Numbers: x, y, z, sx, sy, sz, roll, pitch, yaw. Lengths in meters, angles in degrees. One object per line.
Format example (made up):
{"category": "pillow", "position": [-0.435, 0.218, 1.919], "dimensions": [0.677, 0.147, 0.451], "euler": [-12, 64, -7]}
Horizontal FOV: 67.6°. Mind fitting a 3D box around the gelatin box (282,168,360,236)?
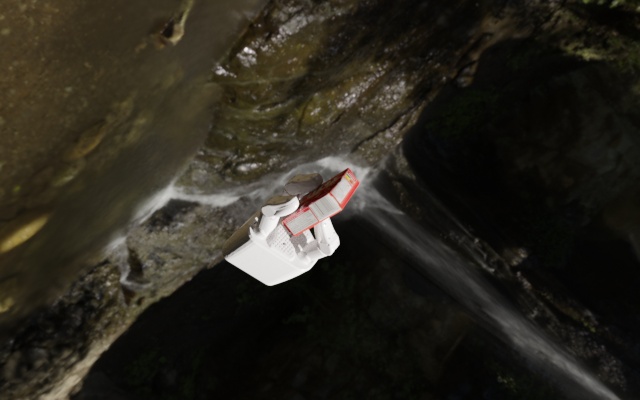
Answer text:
{"category": "gelatin box", "position": [0.001, 0.002, 0.617], "dimensions": [0.089, 0.030, 0.073], "euler": [-31, 12, 35]}
